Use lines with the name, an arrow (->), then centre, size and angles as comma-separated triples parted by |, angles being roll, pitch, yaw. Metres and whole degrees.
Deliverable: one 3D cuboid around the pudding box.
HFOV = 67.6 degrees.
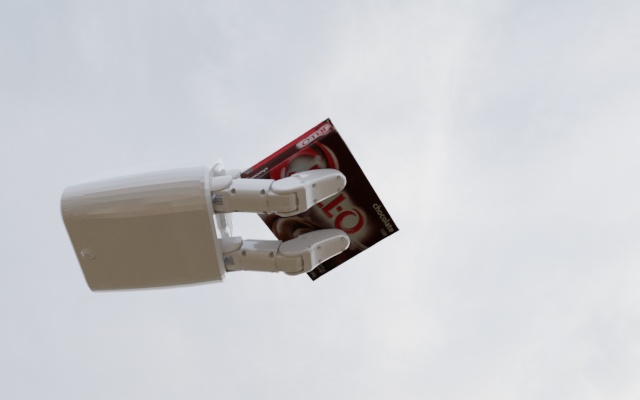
pudding box -> 0.000, 0.001, 0.402 | 0.090, 0.113, 0.039 | -31, 30, 9
